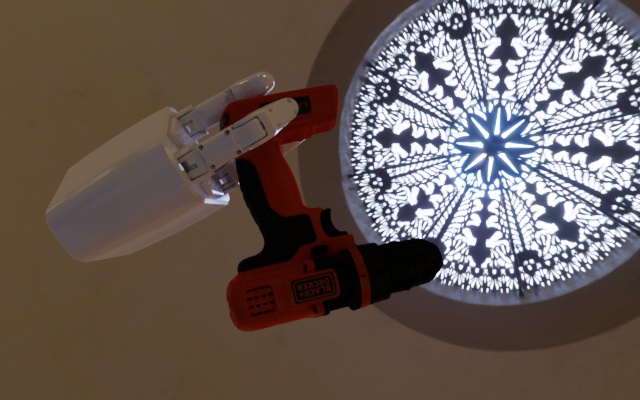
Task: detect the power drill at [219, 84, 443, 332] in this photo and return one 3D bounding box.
[{"bbox_3d":[0.000,0.001,0.403,0.184,0.187,0.057,-12,-9,-14],"label":"power drill"}]
